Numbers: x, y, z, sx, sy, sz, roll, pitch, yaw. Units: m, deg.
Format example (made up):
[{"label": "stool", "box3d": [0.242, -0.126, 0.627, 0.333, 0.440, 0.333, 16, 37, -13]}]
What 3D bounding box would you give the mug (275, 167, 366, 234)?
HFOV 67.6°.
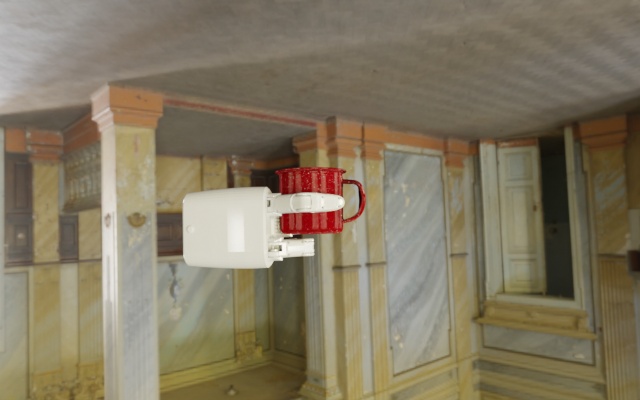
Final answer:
[{"label": "mug", "box3d": [0.002, 0.002, 0.618, 0.117, 0.081, 0.093, -2, -3, 8]}]
